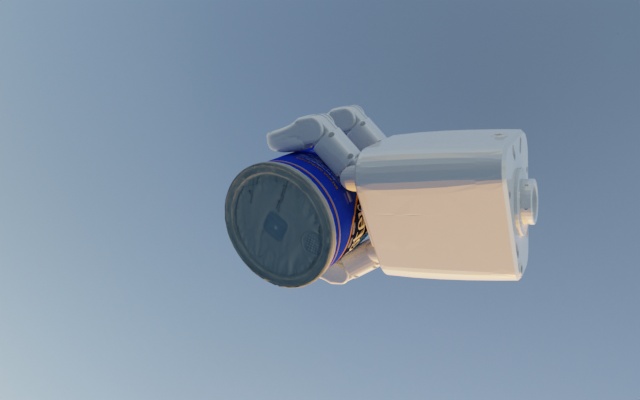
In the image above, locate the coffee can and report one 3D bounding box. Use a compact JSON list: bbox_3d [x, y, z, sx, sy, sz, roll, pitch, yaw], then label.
[{"bbox_3d":[0.000,0.001,0.425,0.103,0.103,0.140,0,17,32],"label":"coffee can"}]
